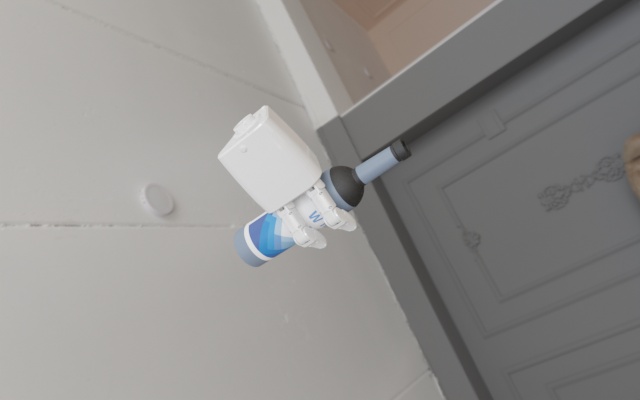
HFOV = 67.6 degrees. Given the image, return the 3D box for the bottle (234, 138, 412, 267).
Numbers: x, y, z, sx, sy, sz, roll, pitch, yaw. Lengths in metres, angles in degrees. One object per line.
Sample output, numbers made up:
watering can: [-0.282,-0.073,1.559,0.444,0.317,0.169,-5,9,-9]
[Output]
bottle: [0.000,0.002,0.688,0.296,0.069,0.069,-33,-15,25]
